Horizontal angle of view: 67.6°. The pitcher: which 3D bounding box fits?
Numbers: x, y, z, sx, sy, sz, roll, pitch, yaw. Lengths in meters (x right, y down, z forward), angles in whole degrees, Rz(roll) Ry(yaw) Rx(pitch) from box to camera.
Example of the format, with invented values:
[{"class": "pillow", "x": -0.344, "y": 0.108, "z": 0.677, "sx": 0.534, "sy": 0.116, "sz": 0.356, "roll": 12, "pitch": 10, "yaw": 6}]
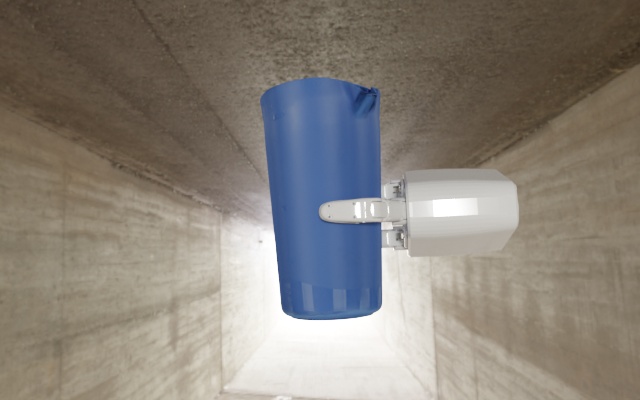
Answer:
[{"class": "pitcher", "x": 0.000, "y": 0.002, "z": 0.526, "sx": 0.145, "sy": 0.243, "sz": 0.149, "roll": -3, "pitch": -6, "yaw": 7}]
